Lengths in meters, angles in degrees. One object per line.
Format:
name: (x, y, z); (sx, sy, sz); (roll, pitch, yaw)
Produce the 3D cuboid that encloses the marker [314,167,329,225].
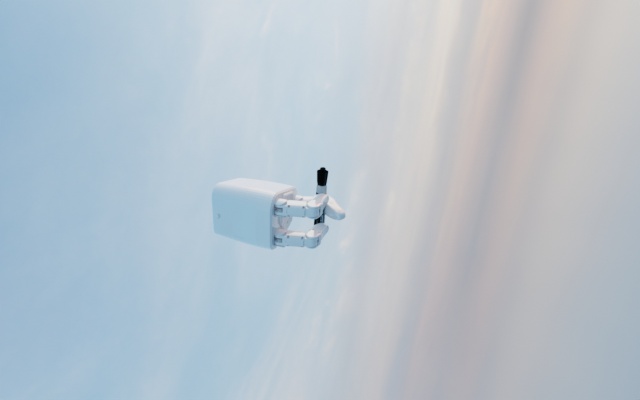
marker: (0.000, 0.003, 0.780); (0.020, 0.121, 0.020); (3, 27, -2)
